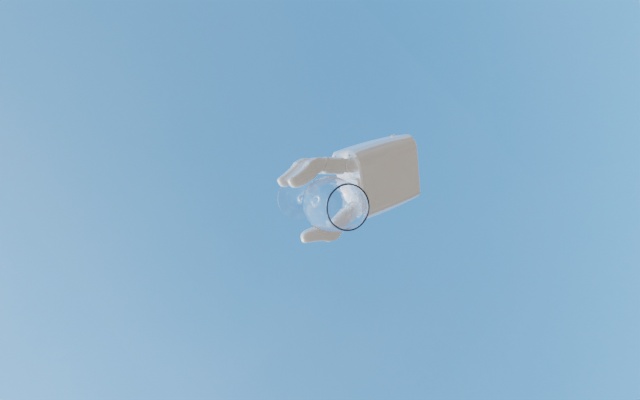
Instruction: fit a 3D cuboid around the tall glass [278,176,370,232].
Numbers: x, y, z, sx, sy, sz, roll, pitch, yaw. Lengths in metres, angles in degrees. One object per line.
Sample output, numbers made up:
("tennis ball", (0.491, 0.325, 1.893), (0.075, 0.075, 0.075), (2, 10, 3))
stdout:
("tall glass", (0.000, 0.002, 0.706), (0.079, 0.079, 0.201), (0, 4, -21))
